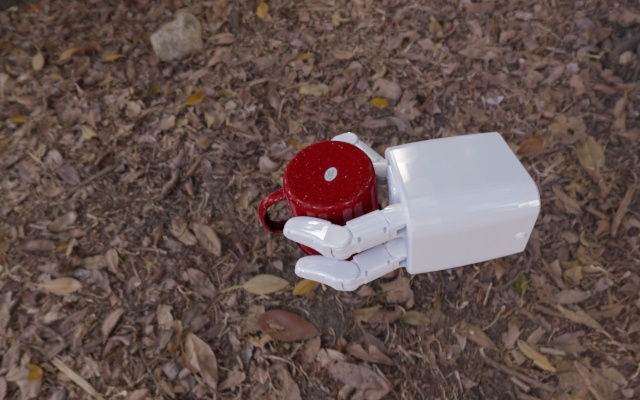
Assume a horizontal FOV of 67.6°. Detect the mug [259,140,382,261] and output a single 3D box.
[{"bbox_3d":[-0.001,0.002,0.442,0.117,0.093,0.082,-11,-38,2],"label":"mug"}]
